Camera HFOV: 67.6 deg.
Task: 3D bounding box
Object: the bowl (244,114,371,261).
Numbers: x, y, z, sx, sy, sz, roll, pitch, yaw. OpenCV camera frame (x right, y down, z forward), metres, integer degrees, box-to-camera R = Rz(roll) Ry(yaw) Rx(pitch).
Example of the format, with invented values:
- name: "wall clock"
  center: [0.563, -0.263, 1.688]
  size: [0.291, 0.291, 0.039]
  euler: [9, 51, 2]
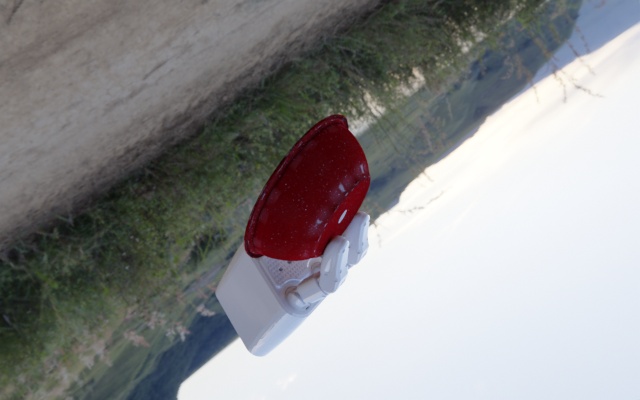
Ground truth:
- name: "bowl"
  center: [0.001, 0.001, 0.453]
  size: [0.055, 0.162, 0.162]
  euler: [34, 10, 15]
